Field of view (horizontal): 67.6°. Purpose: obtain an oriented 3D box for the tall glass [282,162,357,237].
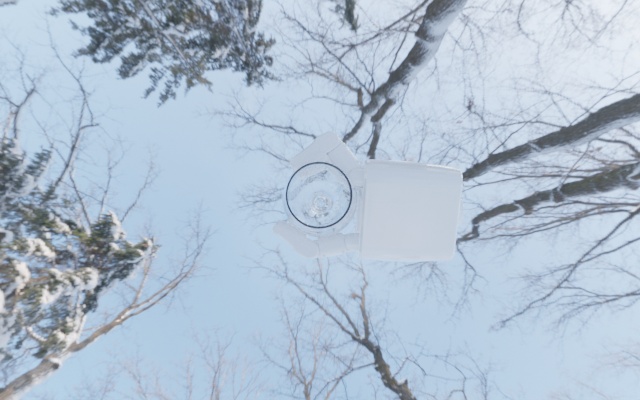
[{"bbox_3d":[0.000,0.002,0.535,0.079,0.079,0.201,0,-4,1],"label":"tall glass"}]
